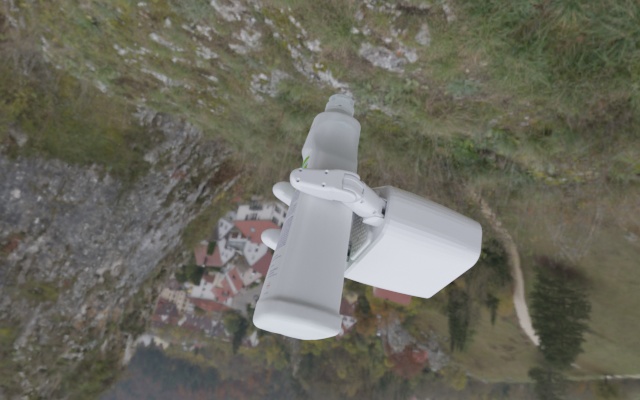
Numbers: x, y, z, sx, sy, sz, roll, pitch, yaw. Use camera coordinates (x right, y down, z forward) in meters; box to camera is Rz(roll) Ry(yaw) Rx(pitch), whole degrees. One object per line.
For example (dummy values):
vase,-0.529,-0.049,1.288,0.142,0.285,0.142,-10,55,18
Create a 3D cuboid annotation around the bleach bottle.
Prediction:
bleach bottle,0.000,0.002,0.466,0.068,0.250,0.102,18,-23,-13
